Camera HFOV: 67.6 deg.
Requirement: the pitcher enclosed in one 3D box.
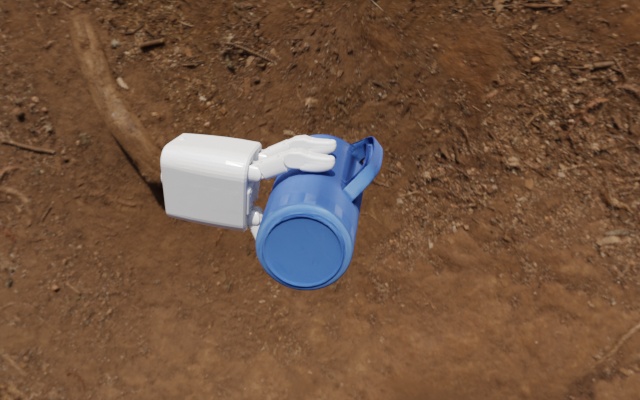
[{"bbox_3d":[0.000,0.002,0.619,0.145,0.149,0.242,9,24,2],"label":"pitcher"}]
